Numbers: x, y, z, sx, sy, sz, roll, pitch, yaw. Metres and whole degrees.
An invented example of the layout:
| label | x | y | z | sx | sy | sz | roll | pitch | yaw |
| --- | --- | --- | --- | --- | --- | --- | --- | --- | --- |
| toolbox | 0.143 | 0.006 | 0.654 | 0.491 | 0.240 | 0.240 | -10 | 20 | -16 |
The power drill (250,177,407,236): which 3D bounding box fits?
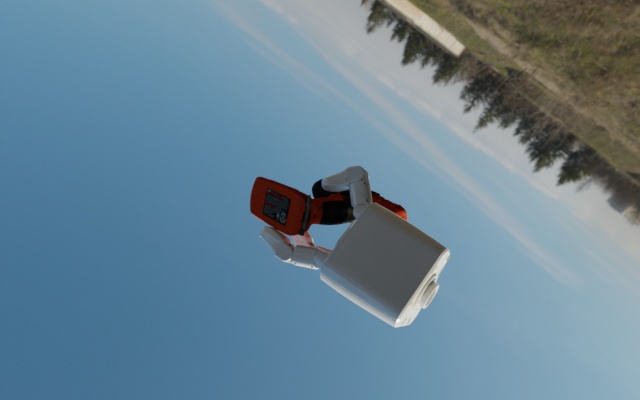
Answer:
| label | x | y | z | sx | sy | sz | roll | pitch | yaw |
| --- | --- | --- | --- | --- | --- | --- | --- | --- | --- |
| power drill | 0.000 | 0.002 | 0.664 | 0.187 | 0.057 | 0.184 | 0 | 14 | -41 |
